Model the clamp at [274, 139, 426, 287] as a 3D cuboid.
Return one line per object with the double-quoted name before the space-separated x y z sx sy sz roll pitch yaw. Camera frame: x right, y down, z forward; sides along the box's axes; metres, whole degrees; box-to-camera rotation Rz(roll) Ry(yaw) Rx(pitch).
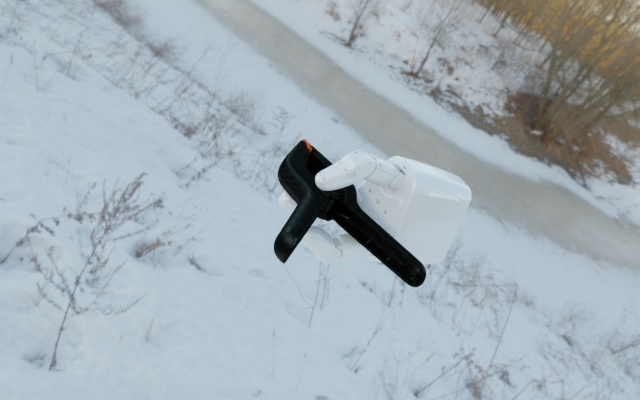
"clamp" 0.000 0.001 0.486 0.164 0.036 0.209 12 33 -38
